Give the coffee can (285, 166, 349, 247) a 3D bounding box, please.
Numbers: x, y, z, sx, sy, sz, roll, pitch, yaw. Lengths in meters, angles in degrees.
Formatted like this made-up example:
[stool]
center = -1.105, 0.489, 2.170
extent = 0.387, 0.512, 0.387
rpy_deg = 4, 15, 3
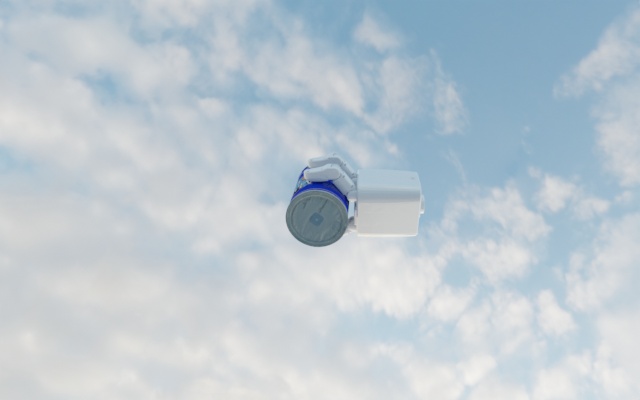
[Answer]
[coffee can]
center = 0.000, 0.003, 0.835
extent = 0.103, 0.103, 0.140
rpy_deg = 0, 25, 6
